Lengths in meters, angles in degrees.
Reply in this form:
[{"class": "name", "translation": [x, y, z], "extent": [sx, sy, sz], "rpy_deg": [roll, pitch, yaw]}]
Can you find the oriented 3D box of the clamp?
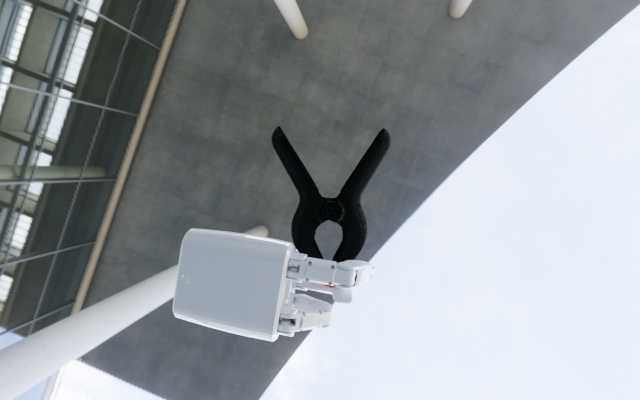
[{"class": "clamp", "translation": [0.000, 0.002, 0.496], "extent": [0.120, 0.171, 0.039], "rpy_deg": [10, 5, 5]}]
